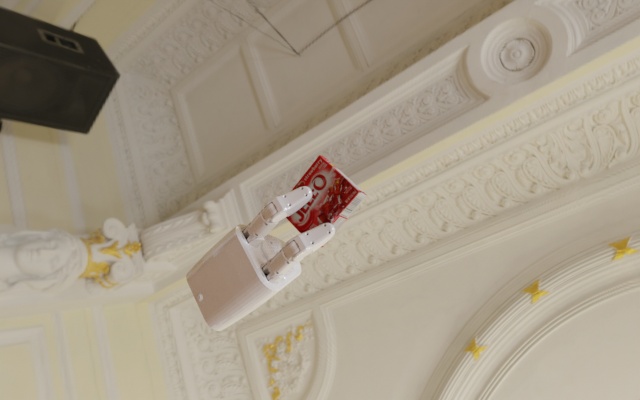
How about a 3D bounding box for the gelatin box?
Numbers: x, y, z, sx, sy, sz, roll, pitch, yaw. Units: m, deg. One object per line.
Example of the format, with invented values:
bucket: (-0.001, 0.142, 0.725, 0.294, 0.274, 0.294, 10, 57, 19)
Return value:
gelatin box: (0.001, 0.002, 0.586, 0.073, 0.089, 0.030, 45, 11, 26)
